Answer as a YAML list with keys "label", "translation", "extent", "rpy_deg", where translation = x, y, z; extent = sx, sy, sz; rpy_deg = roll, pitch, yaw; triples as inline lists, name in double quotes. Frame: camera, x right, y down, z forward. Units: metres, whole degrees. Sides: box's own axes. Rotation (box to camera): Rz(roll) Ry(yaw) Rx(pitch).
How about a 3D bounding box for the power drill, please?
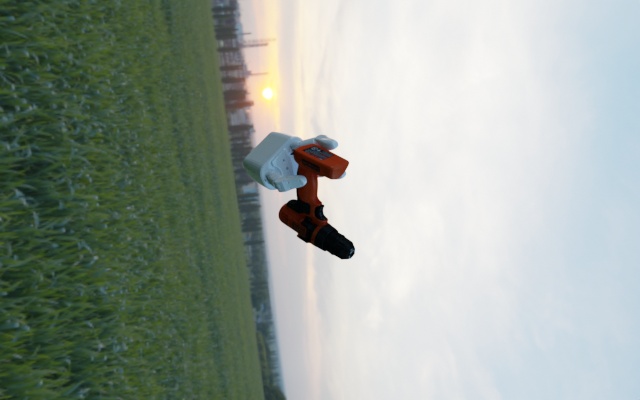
- label: "power drill"
  translation: [0.000, 0.002, 0.891]
  extent: [0.184, 0.188, 0.057]
  rpy_deg: [29, 35, 30]
